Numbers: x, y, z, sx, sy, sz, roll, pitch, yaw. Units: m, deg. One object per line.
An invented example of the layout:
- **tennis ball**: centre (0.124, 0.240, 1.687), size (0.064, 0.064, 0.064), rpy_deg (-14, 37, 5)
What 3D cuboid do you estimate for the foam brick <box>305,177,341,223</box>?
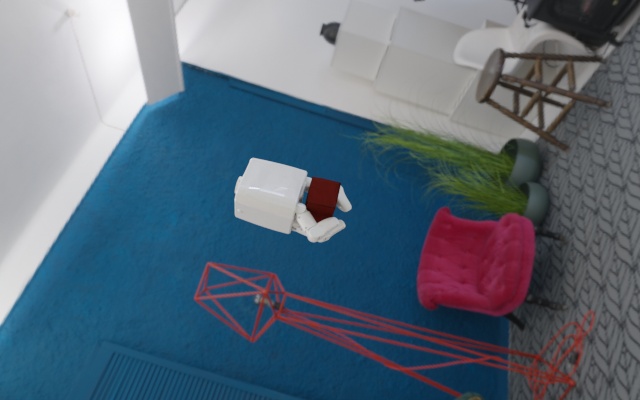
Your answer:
- **foam brick**: centre (0.000, 0.003, 0.837), size (0.051, 0.053, 0.078), rpy_deg (14, -29, -2)
